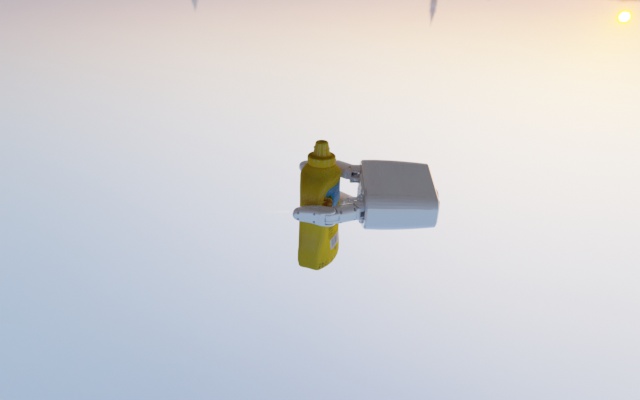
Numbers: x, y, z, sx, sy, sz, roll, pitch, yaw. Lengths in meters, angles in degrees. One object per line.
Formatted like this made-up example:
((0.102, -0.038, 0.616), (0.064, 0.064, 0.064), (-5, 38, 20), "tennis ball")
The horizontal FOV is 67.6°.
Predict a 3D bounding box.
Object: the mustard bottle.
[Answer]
((0.000, 0.003, 0.720), (0.058, 0.192, 0.096), (12, 28, 19), "mustard bottle")
